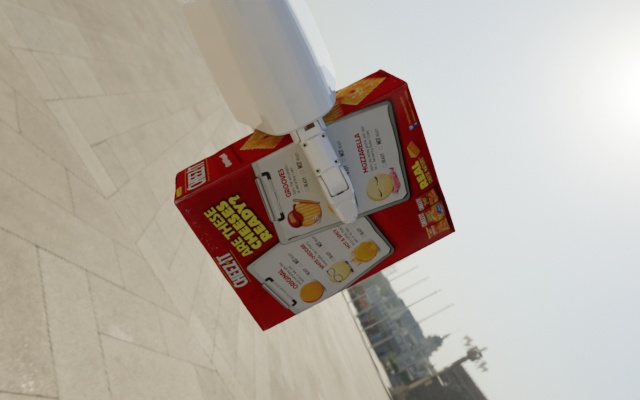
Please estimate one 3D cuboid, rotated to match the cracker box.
[{"bbox_3d":[0.000,0.001,0.448,0.213,0.164,0.072,-27,29,-1],"label":"cracker box"}]
